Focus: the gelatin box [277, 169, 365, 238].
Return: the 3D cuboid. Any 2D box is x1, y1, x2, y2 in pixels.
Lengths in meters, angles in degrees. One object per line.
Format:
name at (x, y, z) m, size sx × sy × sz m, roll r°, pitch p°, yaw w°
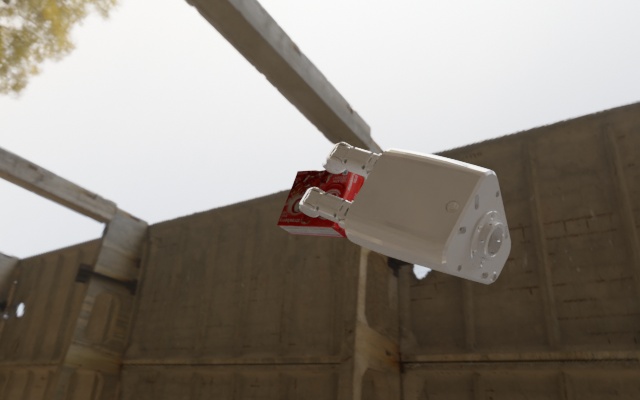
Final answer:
gelatin box at (0.000, 0.002, 0.539) m, size 0.089 × 0.073 × 0.030 m, roll 0°, pitch -27°, yaw 43°
